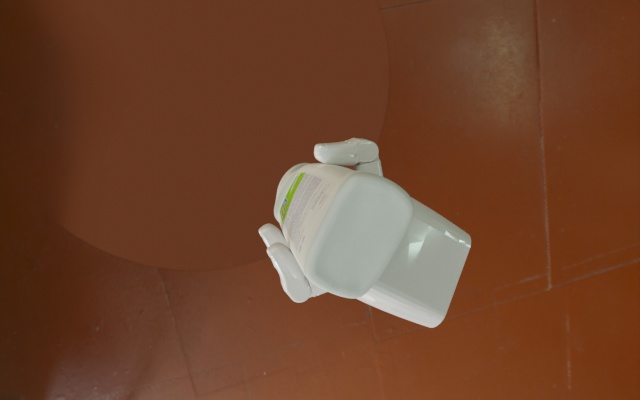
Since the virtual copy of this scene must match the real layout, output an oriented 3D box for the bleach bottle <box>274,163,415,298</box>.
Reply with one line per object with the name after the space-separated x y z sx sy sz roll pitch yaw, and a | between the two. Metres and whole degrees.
0.000 0.002 0.478 0.068 0.102 0.250 26 6 -18 | bleach bottle
